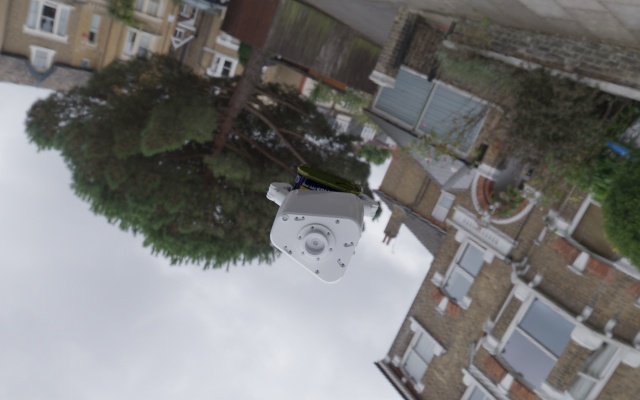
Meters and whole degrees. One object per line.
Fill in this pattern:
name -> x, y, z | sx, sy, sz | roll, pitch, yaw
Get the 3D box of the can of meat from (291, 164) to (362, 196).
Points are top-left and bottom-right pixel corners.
can of meat -> 0.000, 0.003, 0.729 | 0.102, 0.084, 0.057 | 21, 15, -4
